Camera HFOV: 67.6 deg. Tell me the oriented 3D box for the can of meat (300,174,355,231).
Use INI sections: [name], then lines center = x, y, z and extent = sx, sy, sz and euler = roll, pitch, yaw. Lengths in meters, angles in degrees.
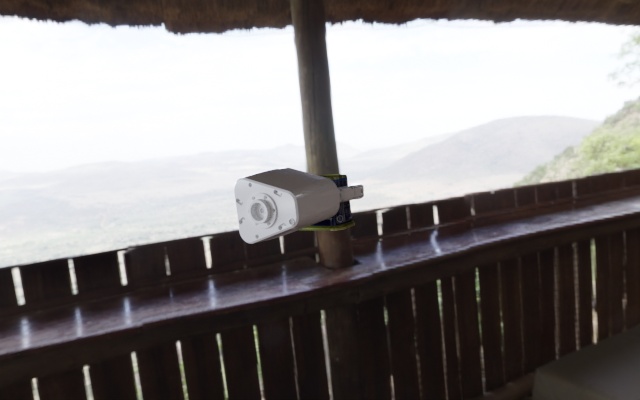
[can of meat]
center = 0.000, 0.002, 0.772
extent = 0.102, 0.084, 0.057
euler = -2, 8, 37
